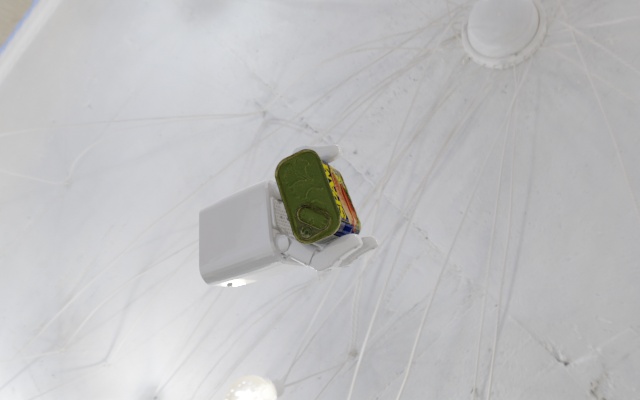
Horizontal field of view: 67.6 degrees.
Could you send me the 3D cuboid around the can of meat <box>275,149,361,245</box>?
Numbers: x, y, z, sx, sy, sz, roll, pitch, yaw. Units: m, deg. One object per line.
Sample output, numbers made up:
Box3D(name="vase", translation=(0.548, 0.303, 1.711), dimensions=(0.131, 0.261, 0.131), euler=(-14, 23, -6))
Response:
Box3D(name="can of meat", translation=(0.000, 0.002, 0.549), dimensions=(0.057, 0.102, 0.084), euler=(-25, -18, 16))
